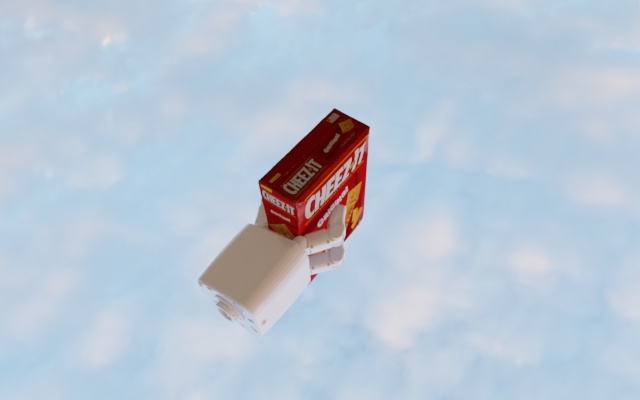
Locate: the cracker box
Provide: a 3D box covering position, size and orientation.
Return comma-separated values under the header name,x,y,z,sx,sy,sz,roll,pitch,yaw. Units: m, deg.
name,x,y,z,sx,sy,sz,roll,pitch,yaw
cracker box,0.000,0.002,0.695,0.072,0.164,0.214,30,-30,22
